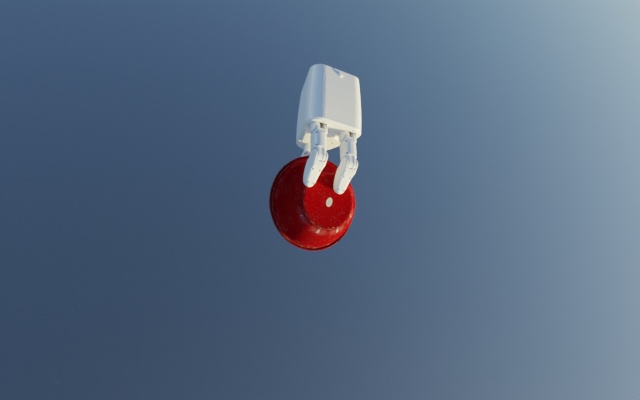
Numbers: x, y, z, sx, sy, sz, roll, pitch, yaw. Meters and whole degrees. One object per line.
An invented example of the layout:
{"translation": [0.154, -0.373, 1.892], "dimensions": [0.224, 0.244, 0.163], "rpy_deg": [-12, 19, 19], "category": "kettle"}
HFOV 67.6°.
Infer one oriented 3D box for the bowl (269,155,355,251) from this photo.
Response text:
{"translation": [0.000, 0.004, 0.785], "dimensions": [0.162, 0.162, 0.055], "rpy_deg": [0, -4, -28], "category": "bowl"}
